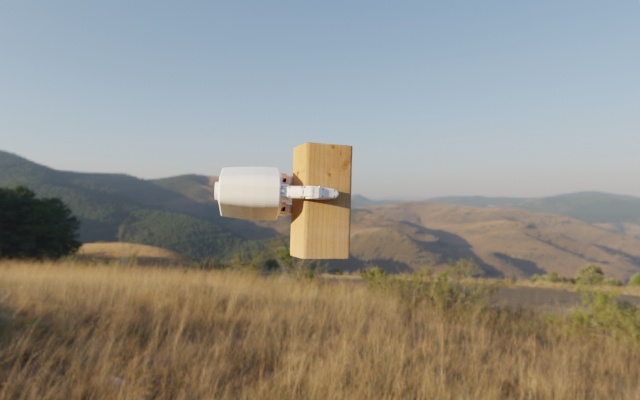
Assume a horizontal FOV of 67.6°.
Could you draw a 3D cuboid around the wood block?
[{"bbox_3d":[0.000,0.003,0.889,0.090,0.206,0.091,2,-2,-19],"label":"wood block"}]
